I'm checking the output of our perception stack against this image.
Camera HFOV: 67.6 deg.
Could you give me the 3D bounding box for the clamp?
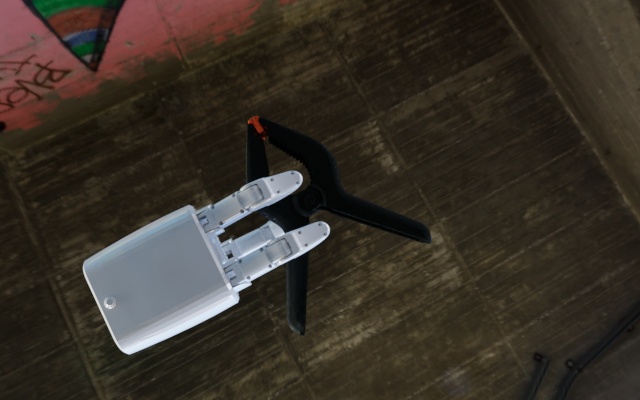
[{"bbox_3d":[0.000,0.001,0.475,0.164,0.210,0.036,-27,-8,-11],"label":"clamp"}]
